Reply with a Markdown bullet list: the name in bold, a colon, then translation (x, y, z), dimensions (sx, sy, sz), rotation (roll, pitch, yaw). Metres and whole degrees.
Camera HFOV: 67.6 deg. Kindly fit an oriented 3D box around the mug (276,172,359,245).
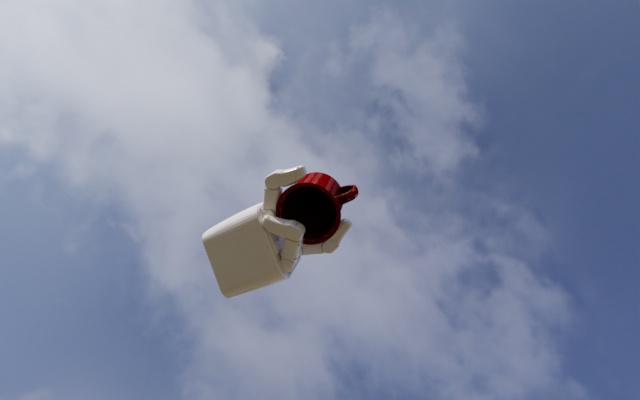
- **mug**: translation (0.001, 0.002, 0.697), dimensions (0.117, 0.093, 0.081), rotation (-22, 14, 17)
